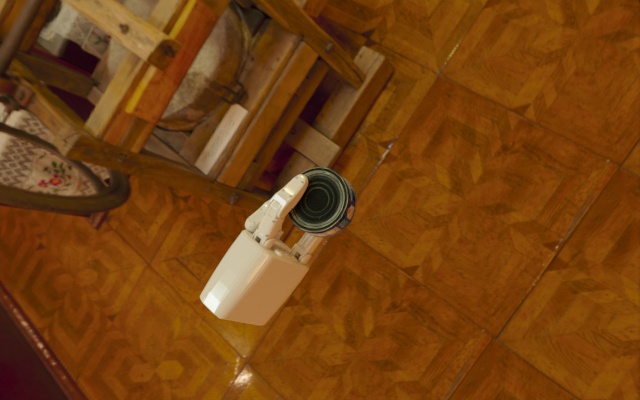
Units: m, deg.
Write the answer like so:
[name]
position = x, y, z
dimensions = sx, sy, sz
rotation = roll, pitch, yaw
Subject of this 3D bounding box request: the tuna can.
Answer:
[tuna can]
position = 0.000, 0.002, 0.601
dimensions = 0.086, 0.086, 0.034
rotation = 0, -13, 20
